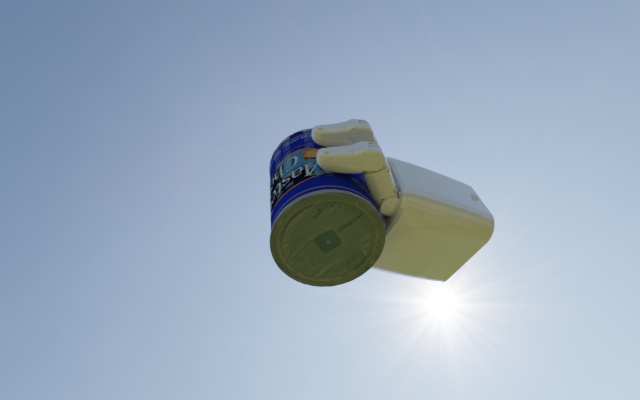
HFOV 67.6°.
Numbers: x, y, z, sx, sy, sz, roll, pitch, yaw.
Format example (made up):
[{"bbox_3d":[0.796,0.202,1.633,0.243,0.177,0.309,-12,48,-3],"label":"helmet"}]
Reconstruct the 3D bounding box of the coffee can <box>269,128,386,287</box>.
[{"bbox_3d":[0.000,0.002,0.478,0.103,0.103,0.140,0,31,-7],"label":"coffee can"}]
